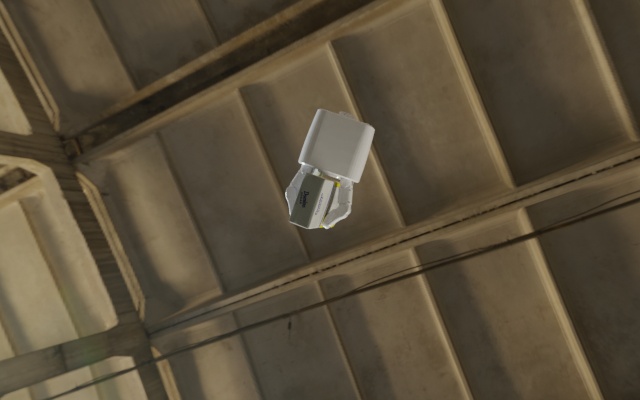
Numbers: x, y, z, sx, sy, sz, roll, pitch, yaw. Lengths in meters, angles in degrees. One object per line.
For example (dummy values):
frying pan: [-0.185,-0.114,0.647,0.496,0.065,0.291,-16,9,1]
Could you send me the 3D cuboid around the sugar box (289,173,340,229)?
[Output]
sugar box: [0.000,0.003,0.897,0.048,0.093,0.176,20,3,18]
